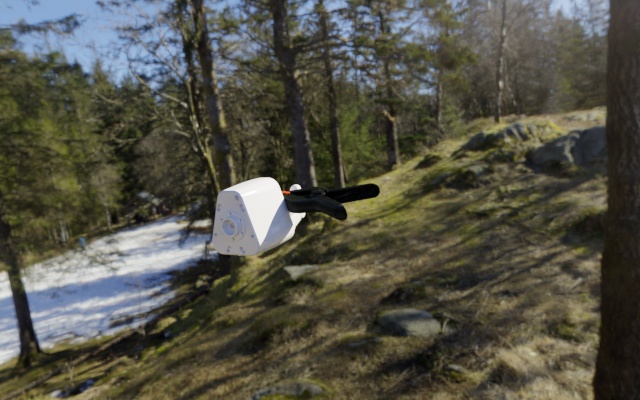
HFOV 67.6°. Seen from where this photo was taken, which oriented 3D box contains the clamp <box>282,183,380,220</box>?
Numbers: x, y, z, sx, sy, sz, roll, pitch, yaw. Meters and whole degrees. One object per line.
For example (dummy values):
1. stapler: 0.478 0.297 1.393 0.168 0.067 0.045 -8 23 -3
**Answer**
1. clamp: 0.000 0.002 0.782 0.171 0.039 0.120 -5 12 28
